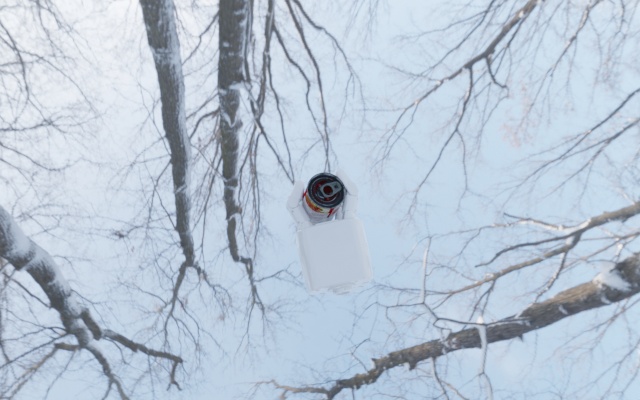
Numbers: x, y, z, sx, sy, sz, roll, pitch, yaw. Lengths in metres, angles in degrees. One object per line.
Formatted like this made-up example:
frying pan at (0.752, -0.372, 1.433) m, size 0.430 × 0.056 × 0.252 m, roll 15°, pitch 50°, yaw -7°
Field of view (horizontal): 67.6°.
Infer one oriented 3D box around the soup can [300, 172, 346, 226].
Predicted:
soup can at (0.000, 0.002, 0.852) m, size 0.068 × 0.068 × 0.102 m, roll 0°, pitch -24°, yaw -13°
